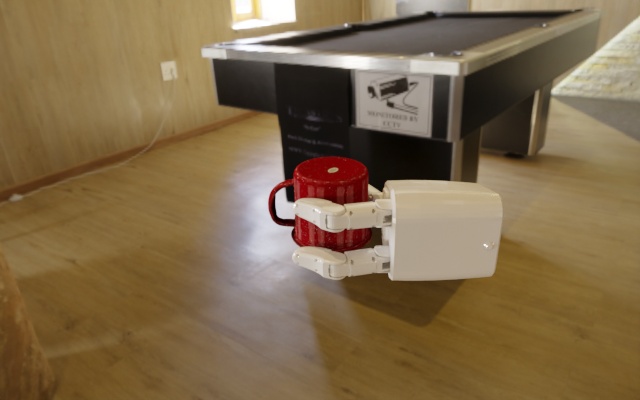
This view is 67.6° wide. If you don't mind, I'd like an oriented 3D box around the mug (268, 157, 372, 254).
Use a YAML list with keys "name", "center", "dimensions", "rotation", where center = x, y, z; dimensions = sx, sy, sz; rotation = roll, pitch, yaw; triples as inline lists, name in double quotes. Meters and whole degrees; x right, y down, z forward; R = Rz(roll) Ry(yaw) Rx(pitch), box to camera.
- name: "mug"
  center: [-0.001, 0.002, 0.531]
  dimensions: [0.117, 0.081, 0.093]
  rotation: [-1, 25, 1]
